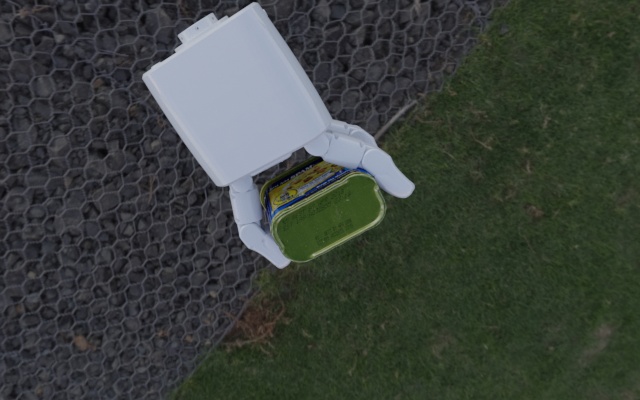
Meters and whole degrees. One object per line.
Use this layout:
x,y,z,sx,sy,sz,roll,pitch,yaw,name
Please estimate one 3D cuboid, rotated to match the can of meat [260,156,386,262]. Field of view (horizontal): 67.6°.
0.000,0.002,0.426,0.102,0.057,0.084,-29,23,0,can of meat
